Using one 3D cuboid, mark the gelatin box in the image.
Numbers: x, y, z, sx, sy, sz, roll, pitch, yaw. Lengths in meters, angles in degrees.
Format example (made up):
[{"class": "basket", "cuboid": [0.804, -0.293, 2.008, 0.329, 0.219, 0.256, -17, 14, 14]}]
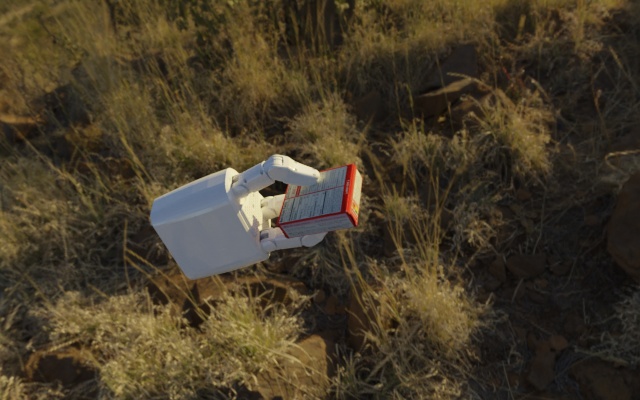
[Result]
[{"class": "gelatin box", "cuboid": [0.000, 0.001, 0.541, 0.089, 0.073, 0.030, -13, -46, 25]}]
